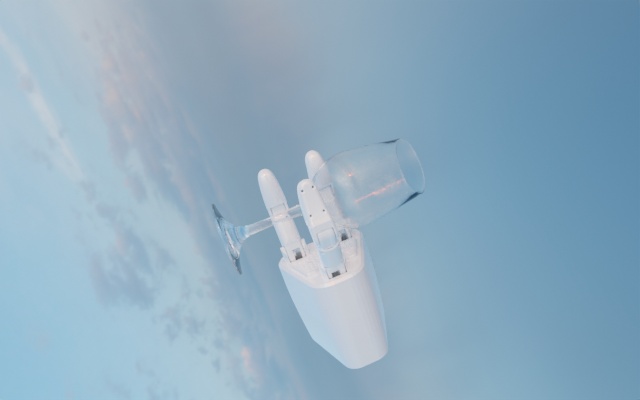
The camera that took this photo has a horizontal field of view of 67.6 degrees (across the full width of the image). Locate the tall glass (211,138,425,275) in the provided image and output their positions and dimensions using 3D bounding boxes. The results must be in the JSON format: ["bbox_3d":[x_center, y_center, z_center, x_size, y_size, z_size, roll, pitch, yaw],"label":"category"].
[{"bbox_3d":[-0.001,0.002,0.475,0.201,0.079,0.079,-22,3,-7],"label":"tall glass"}]
